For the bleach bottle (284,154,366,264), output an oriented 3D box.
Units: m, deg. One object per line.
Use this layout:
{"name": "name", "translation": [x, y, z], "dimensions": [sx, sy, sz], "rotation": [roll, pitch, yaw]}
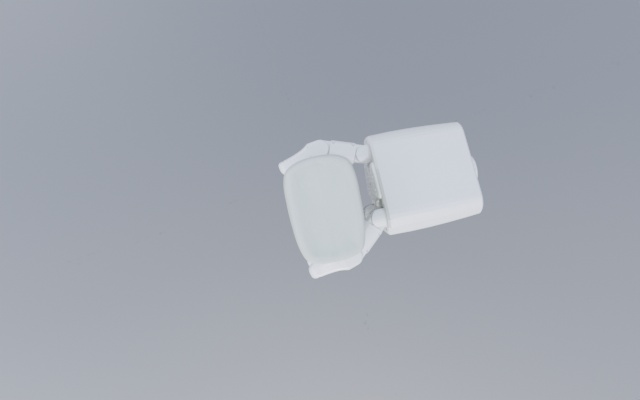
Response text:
{"name": "bleach bottle", "translation": [0.000, 0.002, 0.551], "dimensions": [0.068, 0.102, 0.251], "rotation": [-12, 4, -2]}
